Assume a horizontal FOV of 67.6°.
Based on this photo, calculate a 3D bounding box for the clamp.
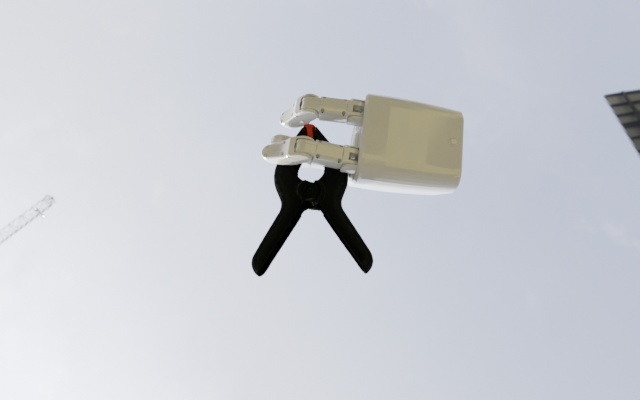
[{"bbox_3d":[0.000,0.002,0.501,0.120,0.171,0.039,8,-18,-1],"label":"clamp"}]
